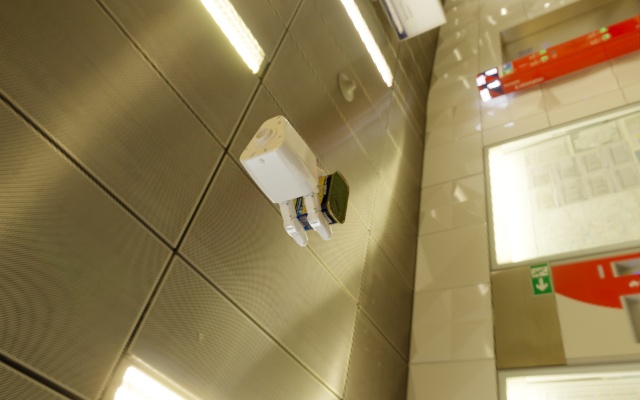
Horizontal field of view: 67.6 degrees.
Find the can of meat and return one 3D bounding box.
[{"bbox_3d":[0.000,0.003,0.880,0.084,0.102,0.057,-15,-46,29],"label":"can of meat"}]
